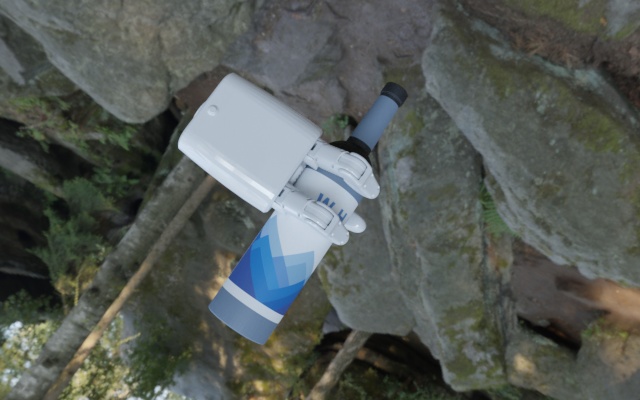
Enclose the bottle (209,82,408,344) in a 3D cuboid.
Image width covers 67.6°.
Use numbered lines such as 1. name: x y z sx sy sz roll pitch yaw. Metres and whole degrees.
1. bottle: 0.000 0.002 0.488 0.069 0.295 0.069 33 -9 6
